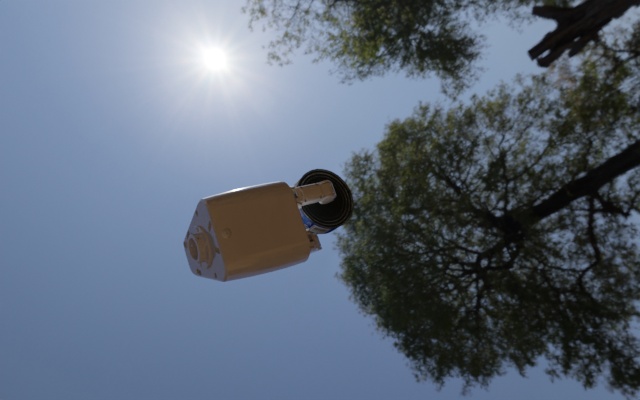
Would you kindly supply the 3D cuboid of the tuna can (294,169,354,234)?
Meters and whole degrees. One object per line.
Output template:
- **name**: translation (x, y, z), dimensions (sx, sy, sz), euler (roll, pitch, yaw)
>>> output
- **tuna can**: translation (0.000, 0.002, 0.653), dimensions (0.086, 0.086, 0.034), euler (0, -21, -30)
